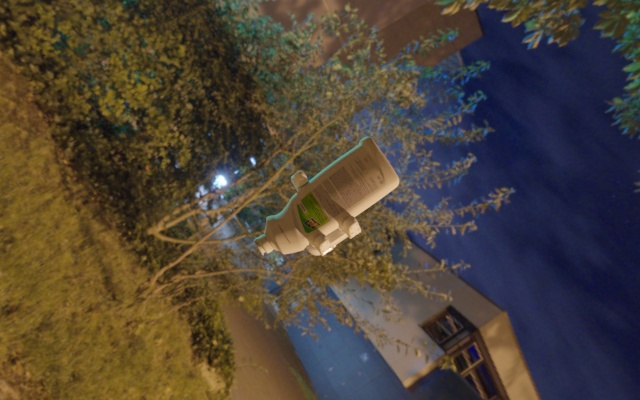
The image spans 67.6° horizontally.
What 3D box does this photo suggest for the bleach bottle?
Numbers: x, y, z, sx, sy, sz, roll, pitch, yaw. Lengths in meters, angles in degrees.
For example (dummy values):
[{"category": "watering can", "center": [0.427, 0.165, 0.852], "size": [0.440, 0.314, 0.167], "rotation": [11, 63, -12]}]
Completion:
[{"category": "bleach bottle", "center": [0.000, 0.003, 0.785], "size": [0.251, 0.102, 0.068], "rotation": [-32, -9, -6]}]
